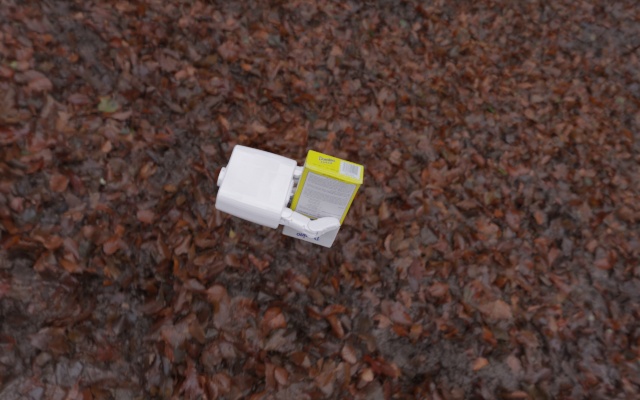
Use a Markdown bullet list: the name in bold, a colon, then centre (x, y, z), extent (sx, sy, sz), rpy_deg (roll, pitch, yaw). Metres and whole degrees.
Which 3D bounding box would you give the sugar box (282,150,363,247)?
- **sugar box**: centre (0.000, 0.002, 0.799), extent (0.093, 0.048, 0.176), rpy_deg (17, -41, -6)
